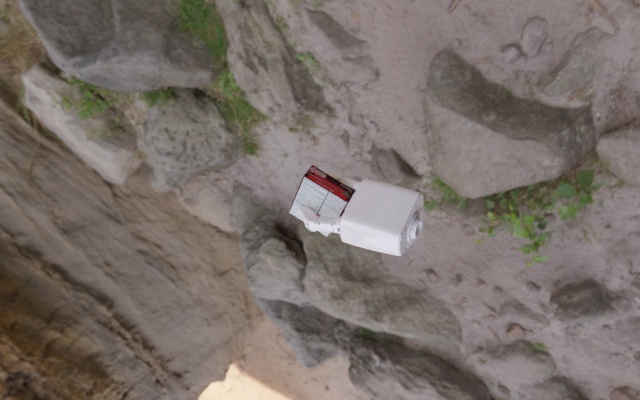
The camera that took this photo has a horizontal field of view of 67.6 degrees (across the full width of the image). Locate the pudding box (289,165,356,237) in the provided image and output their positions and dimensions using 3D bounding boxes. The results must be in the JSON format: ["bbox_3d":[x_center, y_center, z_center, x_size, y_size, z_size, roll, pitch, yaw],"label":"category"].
[{"bbox_3d":[0.000,0.003,0.846,0.090,0.114,0.039,32,47,5],"label":"pudding box"}]
